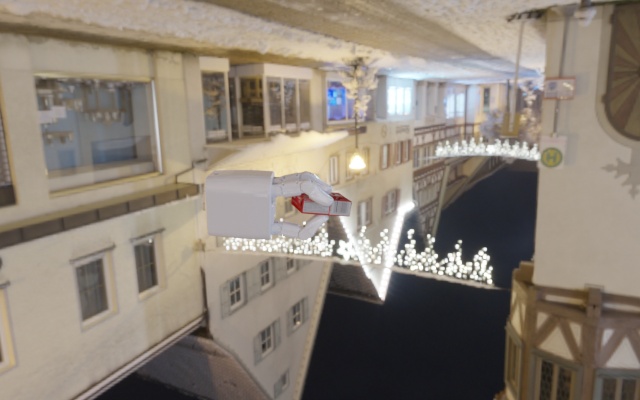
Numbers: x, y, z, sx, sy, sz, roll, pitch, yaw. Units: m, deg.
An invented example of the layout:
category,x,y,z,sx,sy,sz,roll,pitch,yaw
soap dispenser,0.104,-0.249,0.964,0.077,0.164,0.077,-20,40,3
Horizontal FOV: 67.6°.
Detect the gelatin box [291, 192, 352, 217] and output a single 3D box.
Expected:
category,x,y,z,sx,sy,sz,roll,pitch,yaw
gelatin box,0.000,0.003,0.819,0.089,0.030,0.073,5,11,-17
